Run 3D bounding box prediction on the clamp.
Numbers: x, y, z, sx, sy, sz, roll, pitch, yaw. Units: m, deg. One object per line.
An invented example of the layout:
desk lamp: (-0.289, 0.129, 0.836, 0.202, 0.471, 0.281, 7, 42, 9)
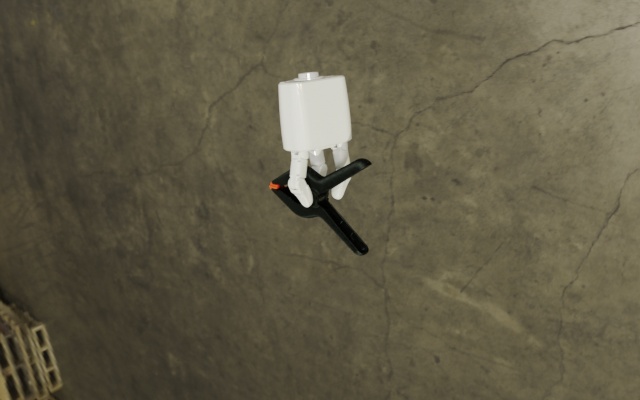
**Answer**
clamp: (-0.001, 0.003, 0.807, 0.210, 0.165, 0.036, 9, 23, 38)
